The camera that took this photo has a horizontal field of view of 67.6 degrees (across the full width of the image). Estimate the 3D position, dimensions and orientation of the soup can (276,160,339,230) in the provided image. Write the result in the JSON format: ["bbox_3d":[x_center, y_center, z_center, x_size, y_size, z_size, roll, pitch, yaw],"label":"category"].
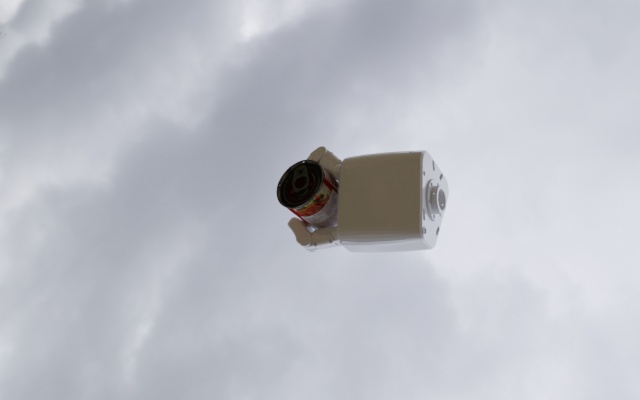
[{"bbox_3d":[0.000,0.002,0.617,0.068,0.068,0.102,0,-27,36],"label":"soup can"}]
